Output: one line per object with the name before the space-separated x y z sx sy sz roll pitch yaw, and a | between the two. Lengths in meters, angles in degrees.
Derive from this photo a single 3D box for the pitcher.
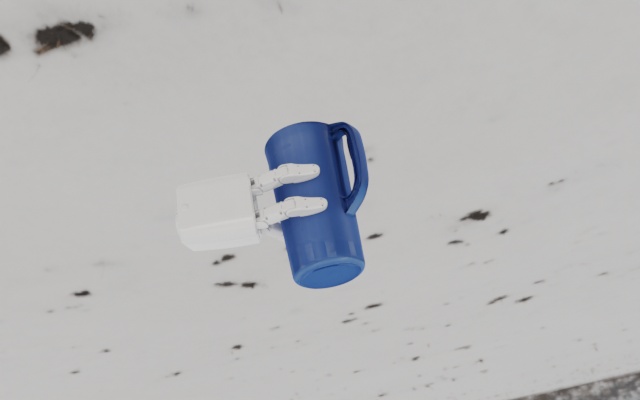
pitcher | 0.000 0.002 0.740 0.145 0.242 0.149 -7 -29 -9
